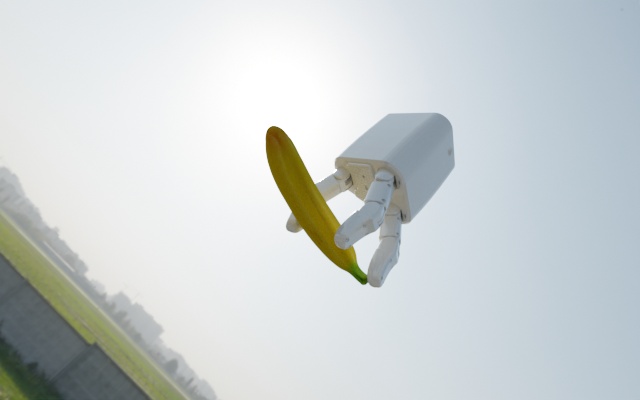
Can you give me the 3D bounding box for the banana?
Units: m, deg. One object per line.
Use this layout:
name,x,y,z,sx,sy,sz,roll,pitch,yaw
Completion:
banana,-0.008,0.004,0.510,0.037,0.198,0.069,-43,23,-23
